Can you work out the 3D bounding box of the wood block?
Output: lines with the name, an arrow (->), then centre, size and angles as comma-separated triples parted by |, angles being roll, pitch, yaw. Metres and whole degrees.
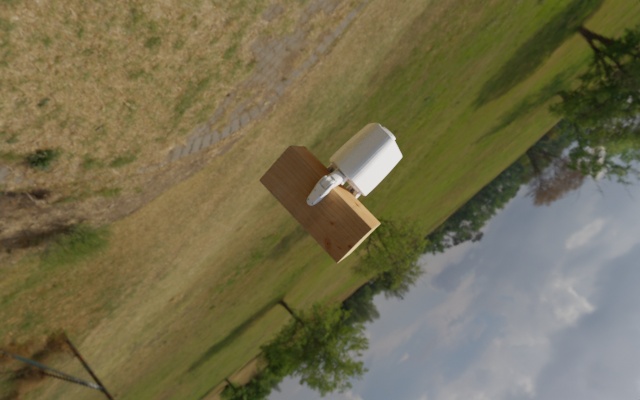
wood block -> 0.000, 0.003, 0.875 | 0.090, 0.206, 0.091 | -46, -9, 15
